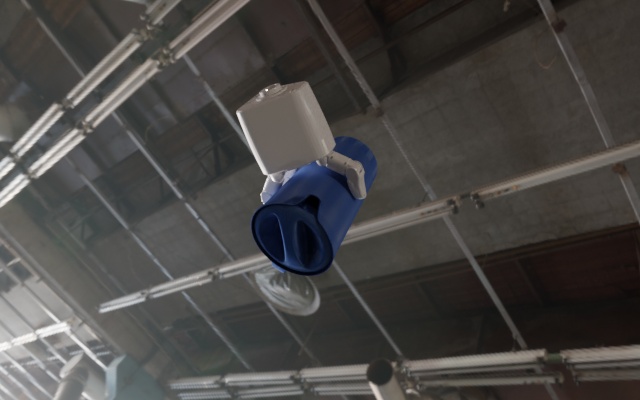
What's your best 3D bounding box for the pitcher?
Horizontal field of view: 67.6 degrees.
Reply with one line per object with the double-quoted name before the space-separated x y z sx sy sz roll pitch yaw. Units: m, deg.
"pitcher" 0.000 0.002 0.775 0.149 0.145 0.242 -7 29 33
